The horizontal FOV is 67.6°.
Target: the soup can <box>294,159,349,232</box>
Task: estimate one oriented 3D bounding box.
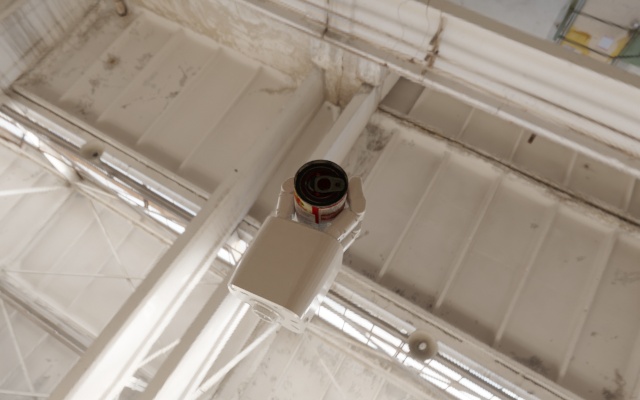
[{"bbox_3d":[0.000,0.002,0.629,0.068,0.068,0.102,0,-29,-1],"label":"soup can"}]
